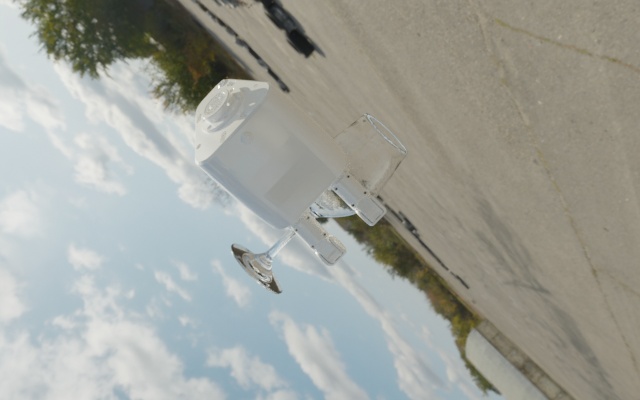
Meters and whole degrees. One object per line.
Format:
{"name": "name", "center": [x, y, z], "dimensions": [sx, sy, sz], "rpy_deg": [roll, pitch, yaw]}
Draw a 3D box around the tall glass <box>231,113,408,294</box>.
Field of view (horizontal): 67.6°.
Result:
{"name": "tall glass", "center": [0.000, 0.002, 0.504], "dimensions": [0.079, 0.201, 0.079], "rpy_deg": [44, 4, -3]}
